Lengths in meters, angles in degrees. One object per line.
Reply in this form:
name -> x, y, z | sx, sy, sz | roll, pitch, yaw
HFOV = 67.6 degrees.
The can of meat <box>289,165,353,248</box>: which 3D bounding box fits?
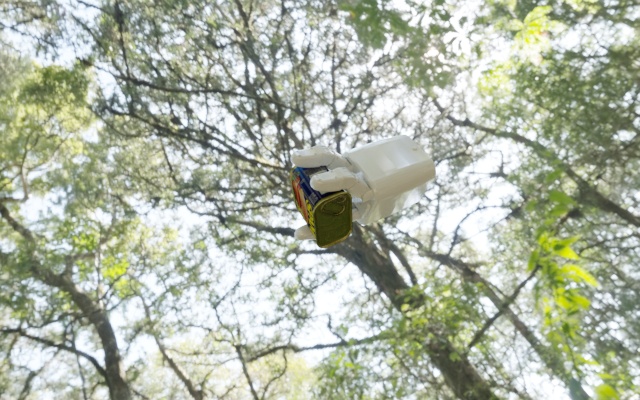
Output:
can of meat -> 0.000, 0.002, 0.670 | 0.057, 0.084, 0.102 | -23, -39, -14
